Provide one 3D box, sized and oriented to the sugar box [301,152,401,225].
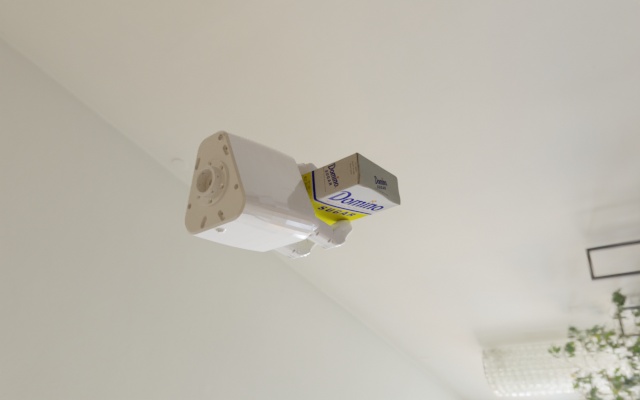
[{"bbox_3d":[0.000,0.002,0.595,0.176,0.048,0.093,-18,-26,34],"label":"sugar box"}]
